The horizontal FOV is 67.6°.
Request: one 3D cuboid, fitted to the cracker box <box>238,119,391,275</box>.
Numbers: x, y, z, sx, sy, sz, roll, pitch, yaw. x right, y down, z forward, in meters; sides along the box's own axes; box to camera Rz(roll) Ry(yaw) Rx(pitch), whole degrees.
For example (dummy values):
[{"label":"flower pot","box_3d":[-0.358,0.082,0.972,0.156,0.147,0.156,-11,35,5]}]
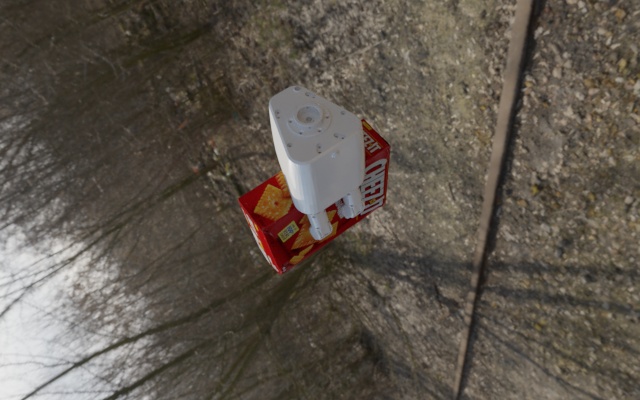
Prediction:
[{"label":"cracker box","box_3d":[0.000,0.002,0.704,0.213,0.072,0.164,-33,-27,-14]}]
